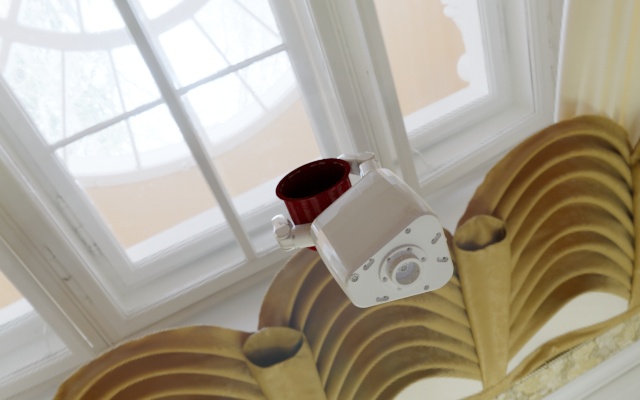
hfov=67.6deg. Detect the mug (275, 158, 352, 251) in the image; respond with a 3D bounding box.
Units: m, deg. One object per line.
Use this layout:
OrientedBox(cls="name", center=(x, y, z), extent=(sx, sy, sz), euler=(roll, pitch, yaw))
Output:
OrientedBox(cls="mug", center=(0.000, 0.002, 0.586), extent=(0.093, 0.081, 0.117), euler=(-23, 29, -4))
